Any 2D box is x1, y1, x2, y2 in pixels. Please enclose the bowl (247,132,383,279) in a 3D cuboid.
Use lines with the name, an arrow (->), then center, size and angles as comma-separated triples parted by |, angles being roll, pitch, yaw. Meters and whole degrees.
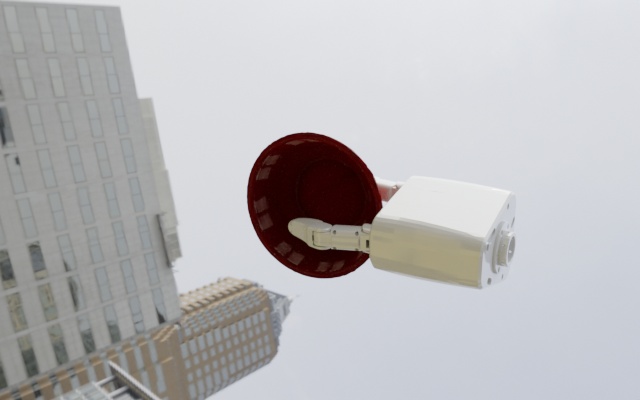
bowl -> -0.001, 0.001, 0.528 | 0.162, 0.162, 0.055 | 0, 16, 26
